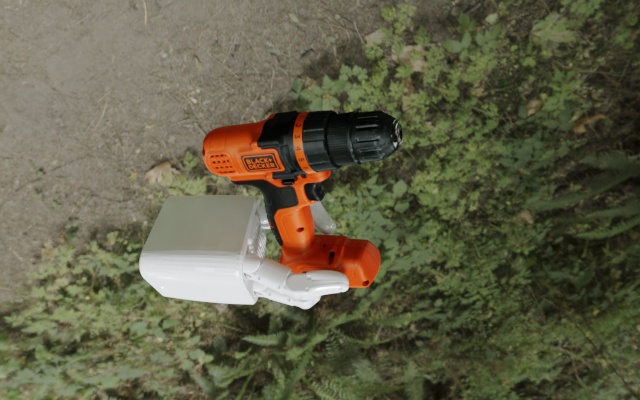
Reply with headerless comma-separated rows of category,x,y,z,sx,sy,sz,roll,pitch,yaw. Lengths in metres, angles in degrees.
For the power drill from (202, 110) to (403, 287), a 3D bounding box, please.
power drill,0.000,0.002,0.452,0.184,0.188,0.057,-1,39,26
